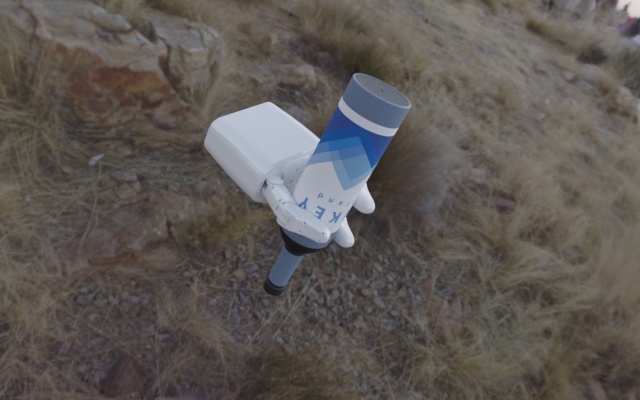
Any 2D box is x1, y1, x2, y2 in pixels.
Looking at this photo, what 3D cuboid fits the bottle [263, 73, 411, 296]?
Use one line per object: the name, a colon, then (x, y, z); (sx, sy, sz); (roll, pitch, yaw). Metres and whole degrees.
bottle: (0.000, 0.002, 0.550); (0.069, 0.296, 0.069); (22, 30, -13)
